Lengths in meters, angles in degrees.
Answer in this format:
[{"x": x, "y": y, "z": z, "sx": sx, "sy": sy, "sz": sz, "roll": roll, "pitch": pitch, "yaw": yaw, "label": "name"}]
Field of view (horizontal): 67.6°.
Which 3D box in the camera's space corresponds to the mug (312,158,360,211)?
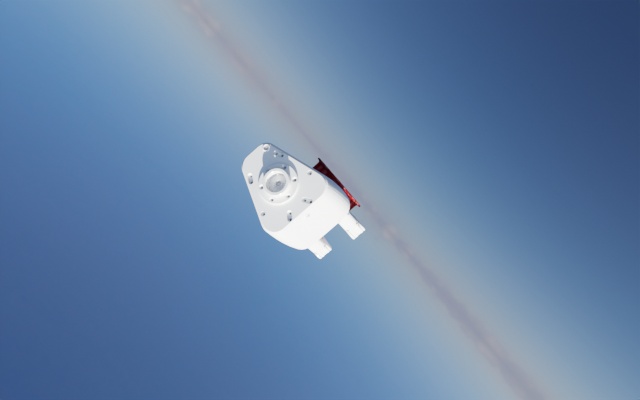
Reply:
[{"x": 0.000, "y": 0.003, "z": 0.700, "sx": 0.081, "sy": 0.093, "sz": 0.117, "roll": -41, "pitch": -20, "yaw": 3, "label": "mug"}]
